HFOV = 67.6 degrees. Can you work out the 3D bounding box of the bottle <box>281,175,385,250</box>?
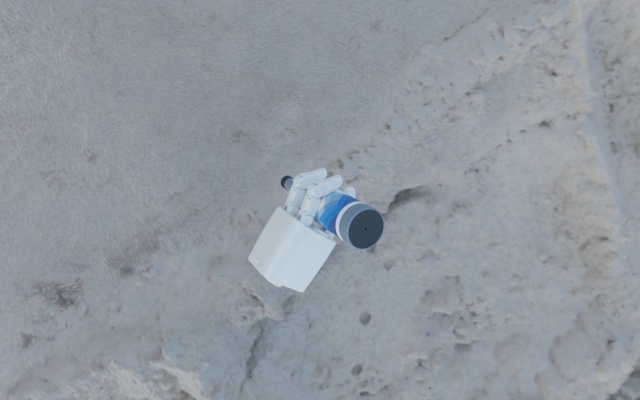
[{"bbox_3d":[0.000,0.003,0.830,0.069,0.069,0.295,0,16,-29],"label":"bottle"}]
